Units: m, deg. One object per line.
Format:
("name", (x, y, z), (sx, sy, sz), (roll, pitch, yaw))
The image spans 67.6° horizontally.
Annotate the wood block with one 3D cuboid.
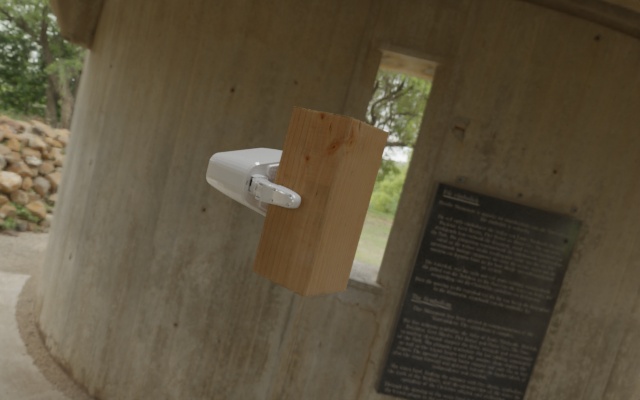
("wood block", (0.000, 0.002, 0.584), (0.090, 0.206, 0.091), (18, 7, 36))
